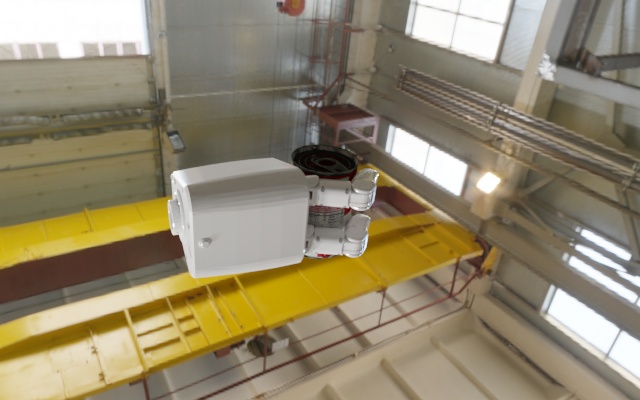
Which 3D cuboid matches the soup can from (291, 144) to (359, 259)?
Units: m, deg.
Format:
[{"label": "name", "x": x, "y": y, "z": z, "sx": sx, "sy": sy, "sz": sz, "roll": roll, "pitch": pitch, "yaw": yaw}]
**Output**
[{"label": "soup can", "x": 0.000, "y": 0.002, "z": 0.499, "sx": 0.068, "sy": 0.102, "sz": 0.068, "roll": 4, "pitch": 29, "yaw": -2}]
